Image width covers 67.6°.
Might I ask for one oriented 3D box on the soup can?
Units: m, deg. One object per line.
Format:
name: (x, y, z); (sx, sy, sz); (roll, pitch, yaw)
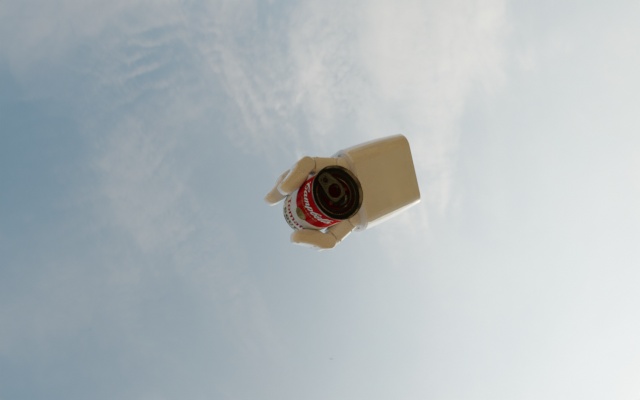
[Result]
soup can: (0.000, 0.002, 0.609); (0.068, 0.068, 0.102); (0, -14, -26)
